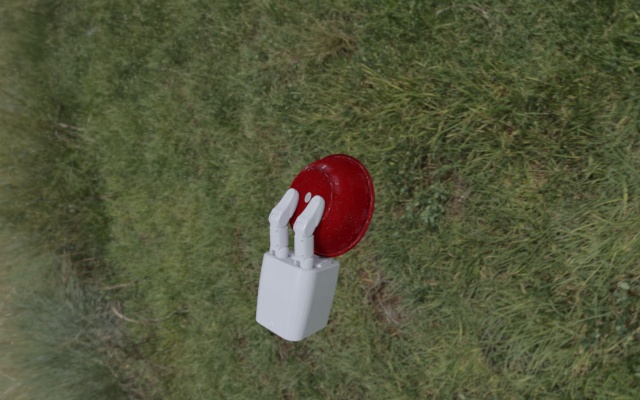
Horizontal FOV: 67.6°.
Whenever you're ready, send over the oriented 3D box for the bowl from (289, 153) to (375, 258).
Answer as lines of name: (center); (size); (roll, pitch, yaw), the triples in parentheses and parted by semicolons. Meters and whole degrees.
bowl: (0.000, 0.001, 0.709); (0.162, 0.162, 0.055); (0, -11, 42)
